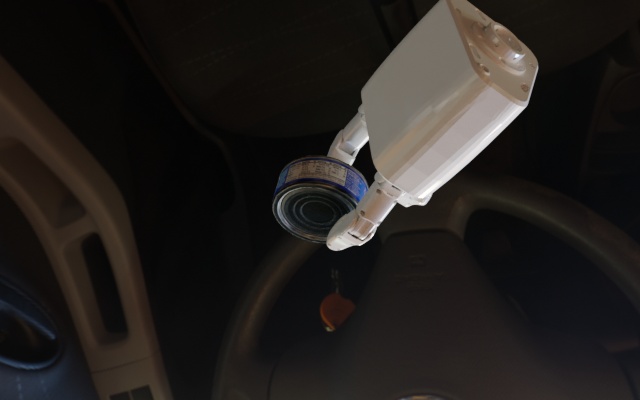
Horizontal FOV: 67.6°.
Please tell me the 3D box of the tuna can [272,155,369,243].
[{"bbox_3d":[0.000,0.002,0.434,0.086,0.033,0.086,7,-41,6],"label":"tuna can"}]
